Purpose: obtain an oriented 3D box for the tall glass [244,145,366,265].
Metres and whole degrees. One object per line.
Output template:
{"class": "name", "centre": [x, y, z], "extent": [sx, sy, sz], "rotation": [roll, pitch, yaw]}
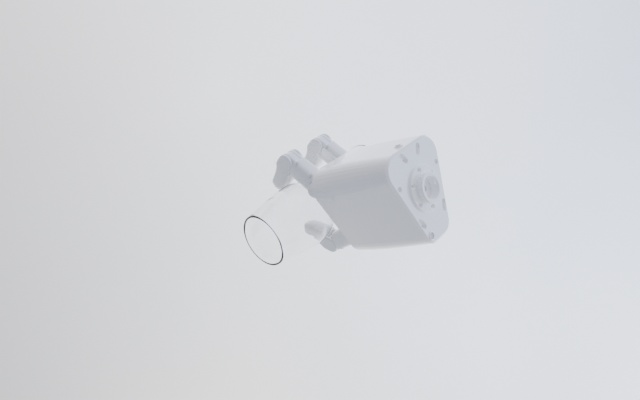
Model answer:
{"class": "tall glass", "centre": [0.000, 0.002, 0.586], "extent": [0.079, 0.079, 0.201], "rotation": [0, 26, 46]}
